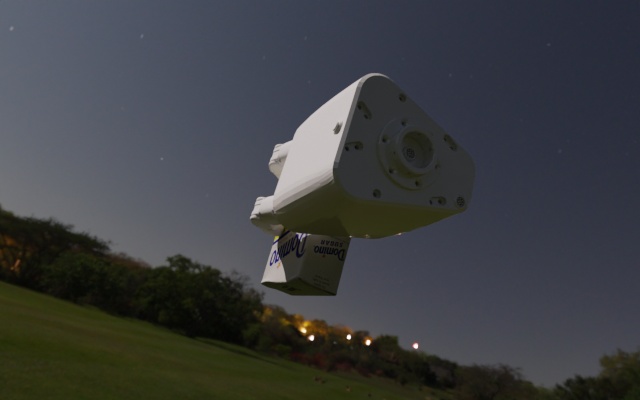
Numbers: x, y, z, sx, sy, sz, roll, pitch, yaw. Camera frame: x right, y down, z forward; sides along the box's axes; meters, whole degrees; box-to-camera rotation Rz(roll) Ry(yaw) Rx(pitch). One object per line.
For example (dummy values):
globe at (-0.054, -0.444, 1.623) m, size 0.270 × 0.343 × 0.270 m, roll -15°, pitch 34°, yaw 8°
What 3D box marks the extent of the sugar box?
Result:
sugar box at (0.000, 0.001, 0.459) m, size 0.048 × 0.176 × 0.093 m, roll 26°, pitch -21°, yaw -20°
